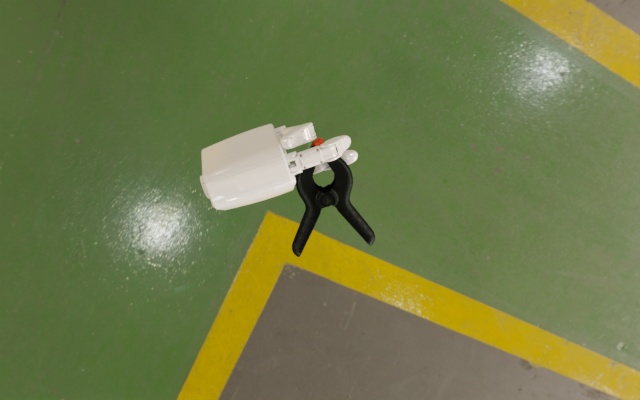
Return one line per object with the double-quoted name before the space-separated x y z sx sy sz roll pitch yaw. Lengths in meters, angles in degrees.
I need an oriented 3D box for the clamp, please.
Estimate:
"clamp" 0.000 0.002 0.669 0.120 0.171 0.039 -19 16 -3
